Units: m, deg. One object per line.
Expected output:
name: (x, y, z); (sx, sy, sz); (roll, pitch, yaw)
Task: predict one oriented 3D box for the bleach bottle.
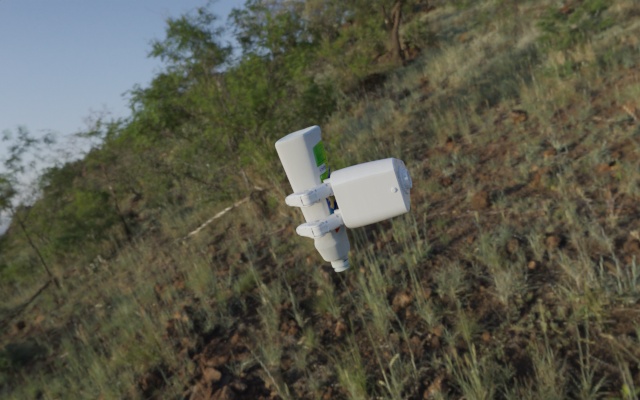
bleach bottle: (0.000, 0.003, 0.832); (0.068, 0.251, 0.102); (-15, 14, 19)
